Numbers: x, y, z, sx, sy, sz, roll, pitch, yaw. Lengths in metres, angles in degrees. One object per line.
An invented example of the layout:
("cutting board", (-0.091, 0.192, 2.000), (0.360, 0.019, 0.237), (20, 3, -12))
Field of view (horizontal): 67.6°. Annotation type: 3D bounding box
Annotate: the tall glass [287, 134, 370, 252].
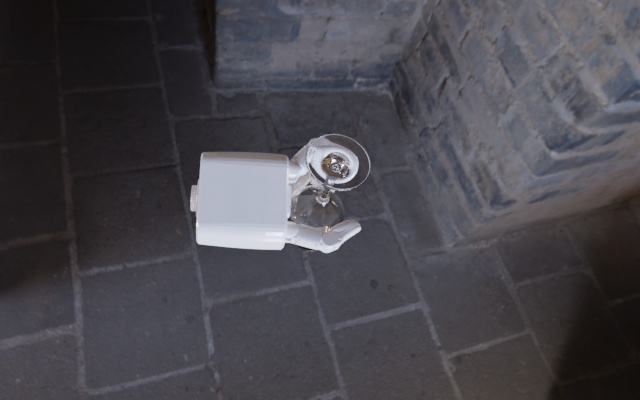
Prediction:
("tall glass", (0.000, 0.002, 0.618), (0.079, 0.079, 0.201), (0, -27, -12))
